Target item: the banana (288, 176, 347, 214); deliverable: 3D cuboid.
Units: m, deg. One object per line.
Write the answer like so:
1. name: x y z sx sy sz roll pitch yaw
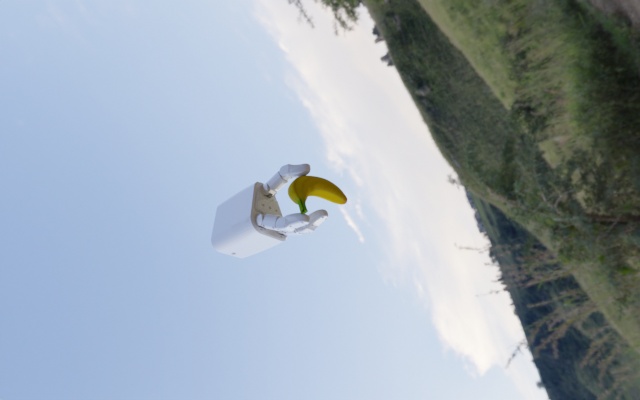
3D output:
1. banana: -0.009 -0.014 0.851 0.037 0.069 0.198 -28 -7 25
